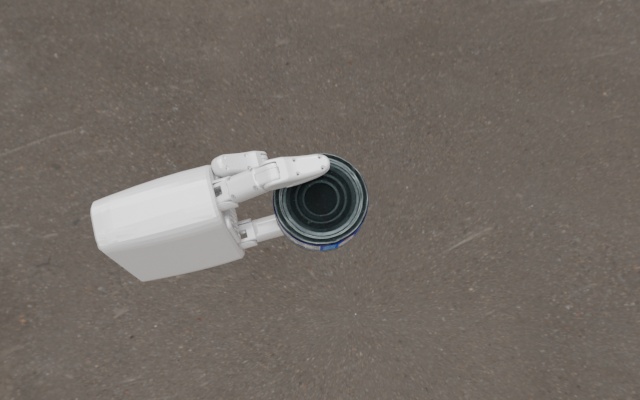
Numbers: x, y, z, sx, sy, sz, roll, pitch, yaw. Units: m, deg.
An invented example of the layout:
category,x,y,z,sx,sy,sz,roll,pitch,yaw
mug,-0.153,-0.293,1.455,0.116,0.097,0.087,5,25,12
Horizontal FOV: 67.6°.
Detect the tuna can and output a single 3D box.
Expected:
category,x,y,z,sx,sy,sz,roll,pitch,yaw
tuna can,0.000,0.001,0.430,0.086,0.086,0.034,0,-15,-1
